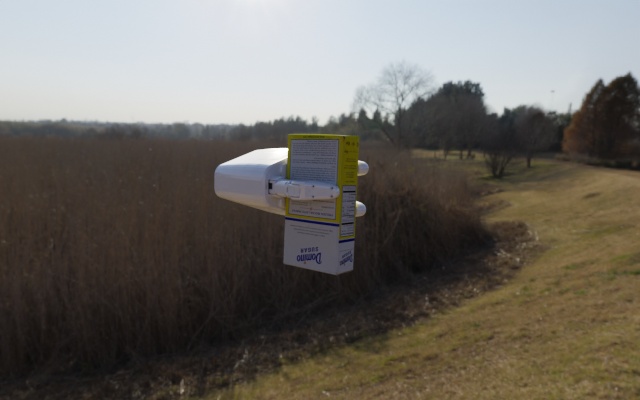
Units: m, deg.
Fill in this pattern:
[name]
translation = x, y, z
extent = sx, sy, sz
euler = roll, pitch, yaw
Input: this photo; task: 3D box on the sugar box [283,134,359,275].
[sugar box]
translation = 0.000, 0.002, 0.629
extent = 0.093, 0.176, 0.048
euler = 7, 9, 38
